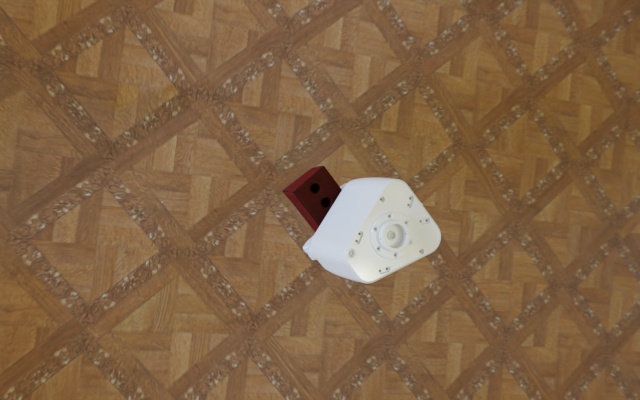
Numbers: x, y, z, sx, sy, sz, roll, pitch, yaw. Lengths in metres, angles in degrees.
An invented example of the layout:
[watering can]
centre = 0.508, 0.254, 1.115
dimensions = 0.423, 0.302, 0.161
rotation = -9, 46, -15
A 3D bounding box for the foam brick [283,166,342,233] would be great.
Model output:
[foam brick]
centre = 0.000, 0.002, 0.601
dimensions = 0.053, 0.078, 0.051
rotation = -41, 12, -13
